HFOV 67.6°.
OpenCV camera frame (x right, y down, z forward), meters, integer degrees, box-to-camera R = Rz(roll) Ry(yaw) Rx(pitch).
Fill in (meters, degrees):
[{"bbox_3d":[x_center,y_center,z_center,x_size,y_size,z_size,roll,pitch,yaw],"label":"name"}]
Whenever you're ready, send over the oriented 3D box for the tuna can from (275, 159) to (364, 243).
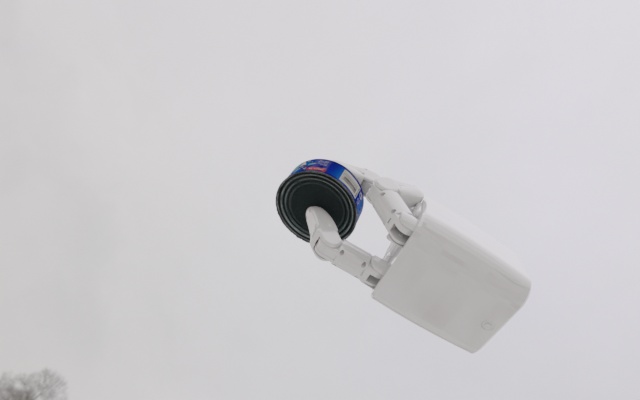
[{"bbox_3d":[0.000,0.001,0.485,0.086,0.086,0.033,0,29,22],"label":"tuna can"}]
